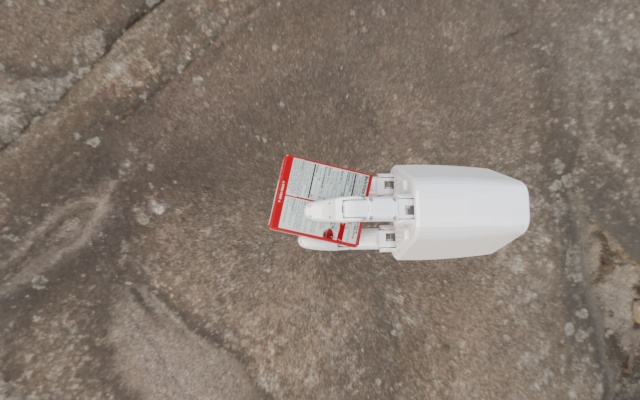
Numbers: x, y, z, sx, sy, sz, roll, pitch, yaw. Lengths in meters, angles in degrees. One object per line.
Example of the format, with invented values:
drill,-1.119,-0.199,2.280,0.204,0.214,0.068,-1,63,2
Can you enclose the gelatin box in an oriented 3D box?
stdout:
gelatin box,0.000,0.001,0.465,0.089,0.073,0.030,13,-5,-8
